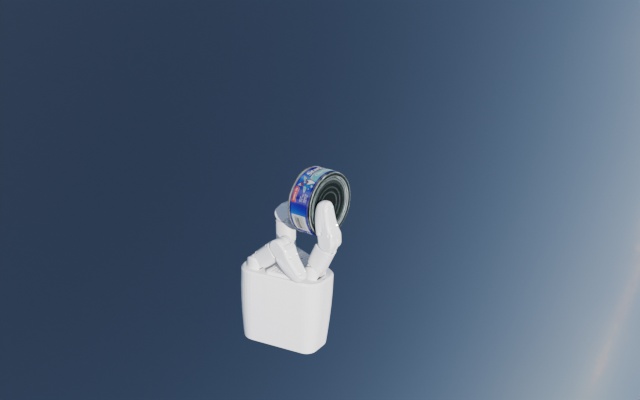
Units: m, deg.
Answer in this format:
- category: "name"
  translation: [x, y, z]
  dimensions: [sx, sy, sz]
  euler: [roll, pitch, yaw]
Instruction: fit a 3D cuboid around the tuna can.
- category: "tuna can"
  translation: [0.001, 0.002, 0.593]
  dimensions: [0.033, 0.086, 0.086]
  euler: [16, 9, 36]
